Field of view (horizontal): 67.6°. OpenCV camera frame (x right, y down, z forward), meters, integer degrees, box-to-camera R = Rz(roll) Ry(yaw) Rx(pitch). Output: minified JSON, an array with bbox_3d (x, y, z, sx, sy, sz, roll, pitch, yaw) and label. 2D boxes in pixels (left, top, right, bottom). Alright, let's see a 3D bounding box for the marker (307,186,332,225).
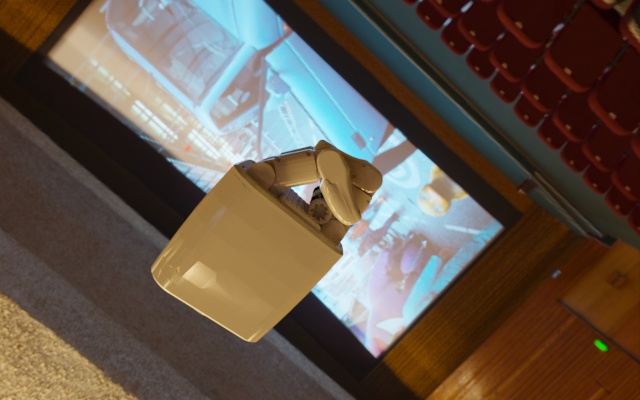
[{"bbox_3d":[0.000,0.001,0.420,0.020,0.020,0.121,0,8,1],"label":"marker"}]
